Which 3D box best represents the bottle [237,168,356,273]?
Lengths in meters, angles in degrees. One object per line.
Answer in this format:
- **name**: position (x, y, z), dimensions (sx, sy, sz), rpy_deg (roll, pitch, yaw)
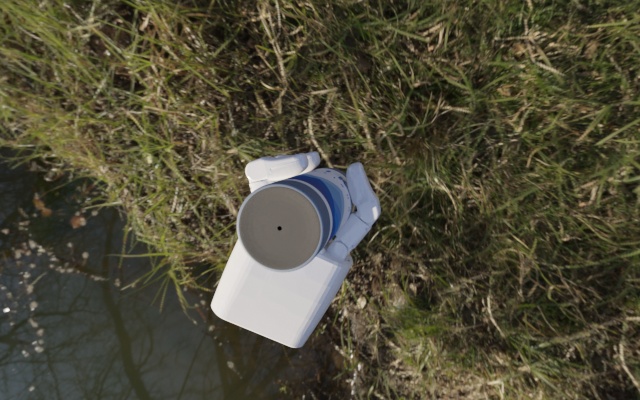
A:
- **bottle**: position (0.000, 0.002, 0.488), dimensions (0.069, 0.069, 0.295), rpy_deg (0, 7, 12)
